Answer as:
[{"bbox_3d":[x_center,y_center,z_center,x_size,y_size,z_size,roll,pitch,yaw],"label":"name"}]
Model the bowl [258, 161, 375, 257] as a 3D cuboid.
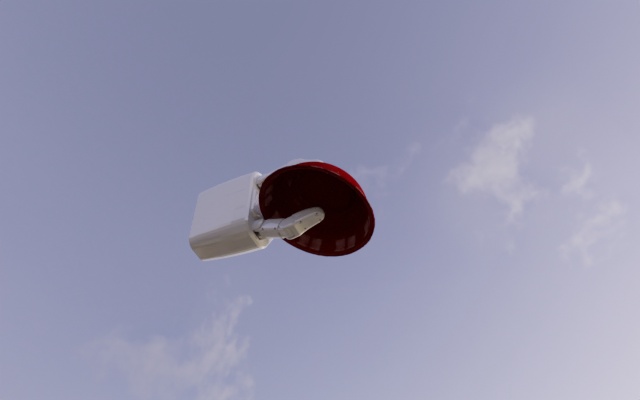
[{"bbox_3d":[0.001,0.002,0.651,0.162,0.162,0.055,0,40,22],"label":"bowl"}]
